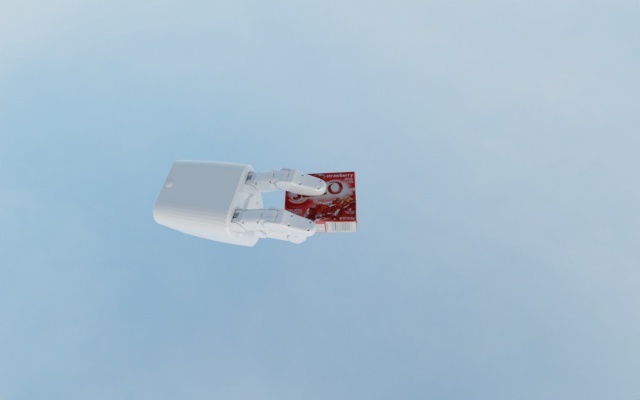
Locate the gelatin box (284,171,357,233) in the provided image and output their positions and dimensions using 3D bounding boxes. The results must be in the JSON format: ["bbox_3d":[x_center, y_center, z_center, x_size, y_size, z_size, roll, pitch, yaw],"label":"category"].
[{"bbox_3d":[0.000,0.002,0.591,0.089,0.073,0.030,-2,-32,3],"label":"gelatin box"}]
